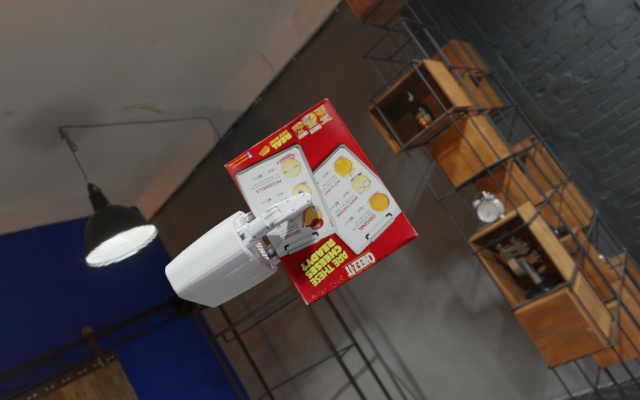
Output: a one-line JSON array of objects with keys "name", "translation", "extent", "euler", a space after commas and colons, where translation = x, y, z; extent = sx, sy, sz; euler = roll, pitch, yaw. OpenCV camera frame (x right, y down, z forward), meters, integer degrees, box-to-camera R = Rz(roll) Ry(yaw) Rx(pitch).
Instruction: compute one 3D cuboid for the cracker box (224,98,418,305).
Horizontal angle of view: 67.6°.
[{"name": "cracker box", "translation": [0.000, 0.002, 0.632], "extent": [0.164, 0.213, 0.072], "euler": [-33, -10, 4]}]
